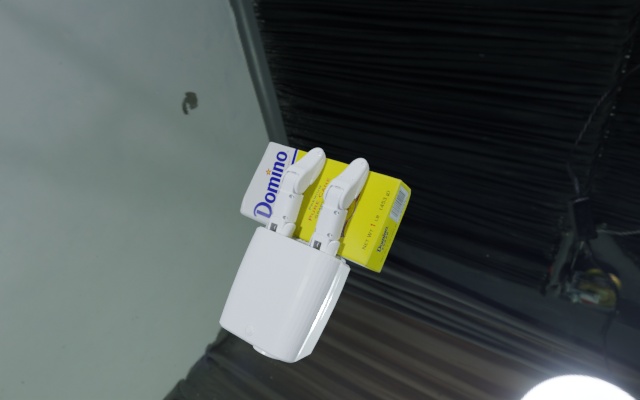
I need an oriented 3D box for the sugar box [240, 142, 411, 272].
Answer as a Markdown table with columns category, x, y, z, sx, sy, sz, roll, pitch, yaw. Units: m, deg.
| category | x | y | z | sx | sy | sz | roll | pitch | yaw |
| --- | --- | --- | --- | --- | --- | --- | --- | --- | --- |
| sugar box | 0.000 | 0.002 | 0.518 | 0.176 | 0.093 | 0.048 | 19 | -8 | 31 |
